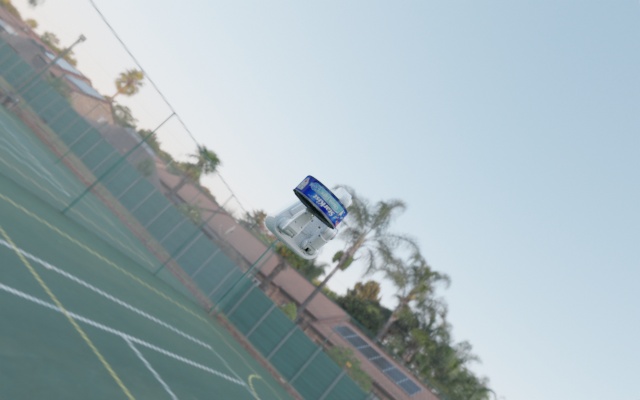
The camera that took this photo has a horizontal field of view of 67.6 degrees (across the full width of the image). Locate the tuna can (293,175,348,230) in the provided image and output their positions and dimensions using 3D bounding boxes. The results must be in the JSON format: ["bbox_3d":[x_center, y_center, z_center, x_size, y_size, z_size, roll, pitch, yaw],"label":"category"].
[{"bbox_3d":[0.001,0.002,0.713,0.086,0.034,0.086,43,-8,7],"label":"tuna can"}]
